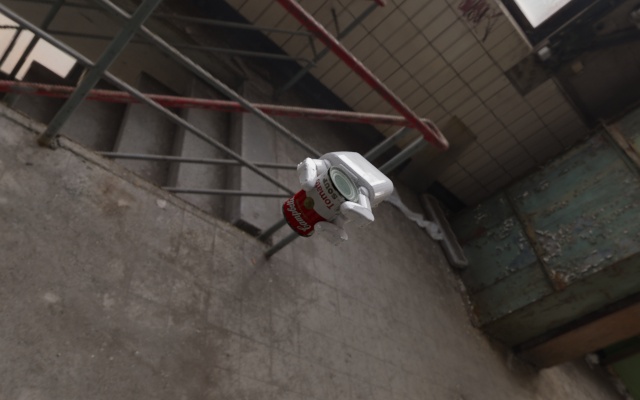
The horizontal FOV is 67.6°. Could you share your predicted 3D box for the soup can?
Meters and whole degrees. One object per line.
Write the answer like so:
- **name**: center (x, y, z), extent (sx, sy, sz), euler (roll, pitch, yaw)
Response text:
- **soup can**: center (0.000, 0.002, 0.730), extent (0.102, 0.068, 0.068), euler (-37, -19, 27)
